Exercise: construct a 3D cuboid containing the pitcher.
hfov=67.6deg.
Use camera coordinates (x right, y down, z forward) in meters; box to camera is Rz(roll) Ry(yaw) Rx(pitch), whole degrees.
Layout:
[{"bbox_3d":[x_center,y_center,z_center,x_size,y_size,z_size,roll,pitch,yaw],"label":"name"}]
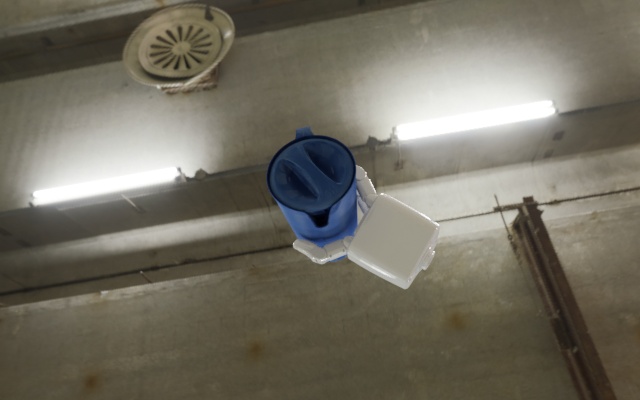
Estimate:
[{"bbox_3d":[0.000,0.003,0.801,0.145,0.149,0.243,28,-21,21],"label":"pitcher"}]
